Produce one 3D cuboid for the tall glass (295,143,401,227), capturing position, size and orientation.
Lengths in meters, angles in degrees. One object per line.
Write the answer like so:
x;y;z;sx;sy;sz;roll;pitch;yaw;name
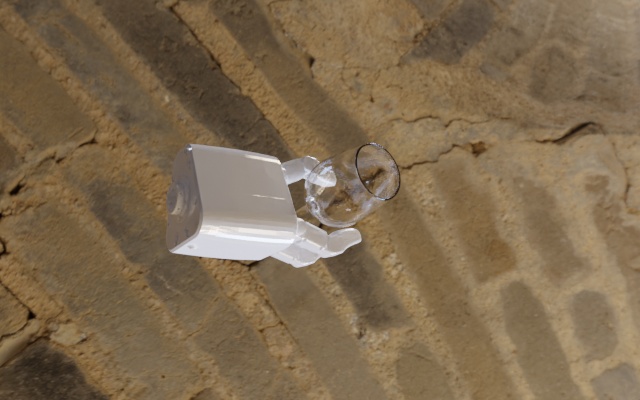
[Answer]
0.000;0.002;0.553;0.079;0.079;0.201;0;-18;-39;tall glass
